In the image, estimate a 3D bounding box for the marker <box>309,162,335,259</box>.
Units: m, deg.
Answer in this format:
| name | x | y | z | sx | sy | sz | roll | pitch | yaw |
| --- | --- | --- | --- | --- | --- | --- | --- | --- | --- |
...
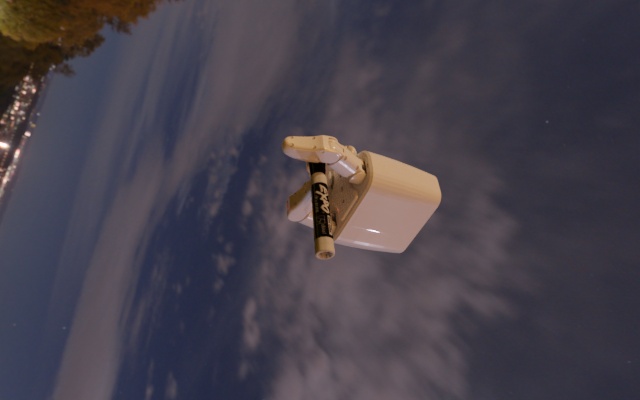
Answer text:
| name | x | y | z | sx | sy | sz | roll | pitch | yaw |
| --- | --- | --- | --- | --- | --- | --- | --- | --- | --- |
| marker | 0.000 | 0.002 | 0.481 | 0.020 | 0.121 | 0.020 | -3 | -34 | -2 |
